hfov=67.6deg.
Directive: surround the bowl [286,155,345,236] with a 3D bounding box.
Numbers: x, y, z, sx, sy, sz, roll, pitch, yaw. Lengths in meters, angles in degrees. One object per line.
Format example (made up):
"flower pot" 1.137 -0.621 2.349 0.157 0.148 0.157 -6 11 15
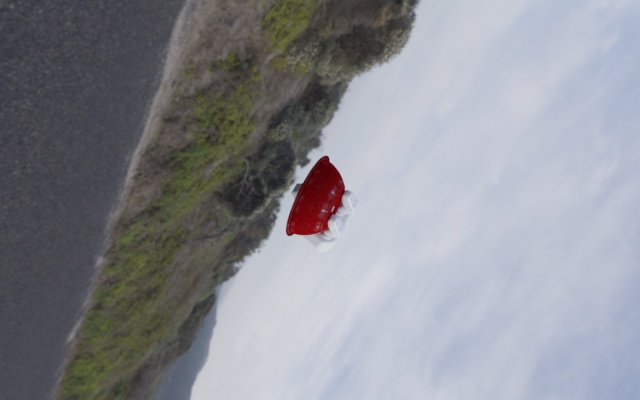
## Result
"bowl" 0.000 0.003 0.857 0.055 0.162 0.162 26 5 11
